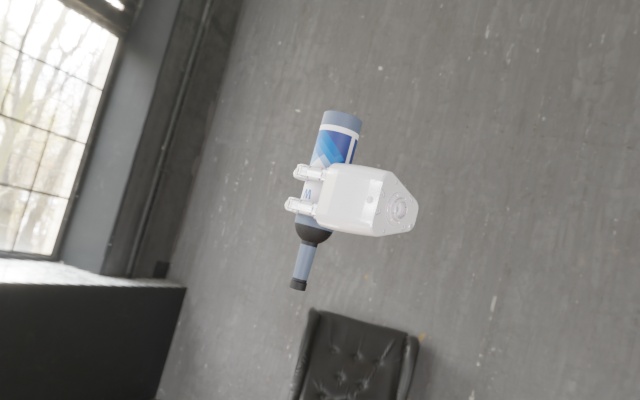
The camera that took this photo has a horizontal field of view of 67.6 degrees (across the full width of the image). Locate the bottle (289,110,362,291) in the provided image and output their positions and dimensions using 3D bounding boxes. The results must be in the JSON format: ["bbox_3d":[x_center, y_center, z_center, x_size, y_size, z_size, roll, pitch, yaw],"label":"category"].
[{"bbox_3d":[0.000,0.002,0.789,0.069,0.295,0.069,15,-4,1],"label":"bottle"}]
